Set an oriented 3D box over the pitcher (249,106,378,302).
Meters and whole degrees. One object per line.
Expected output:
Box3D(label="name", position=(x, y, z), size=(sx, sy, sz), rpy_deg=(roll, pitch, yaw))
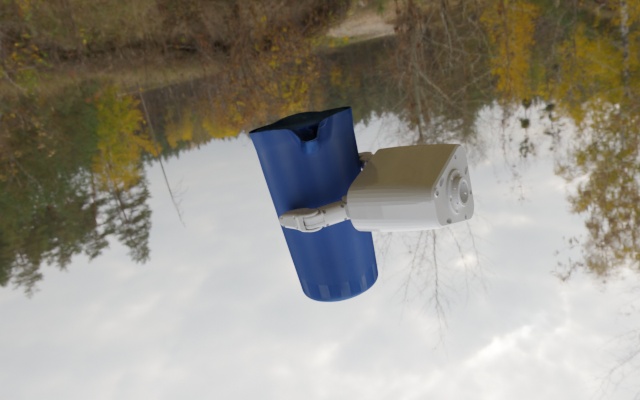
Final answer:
Box3D(label="pitcher", position=(0.000, 0.002, 0.641), size=(0.145, 0.243, 0.149), rpy_deg=(-2, 18, 38))
